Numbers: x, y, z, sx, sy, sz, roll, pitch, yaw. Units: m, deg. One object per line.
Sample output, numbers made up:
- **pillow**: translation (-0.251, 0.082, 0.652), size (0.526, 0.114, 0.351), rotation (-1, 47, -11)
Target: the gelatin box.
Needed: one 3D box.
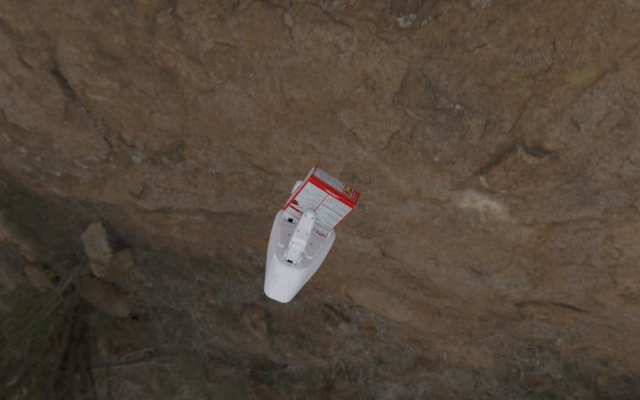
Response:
- **gelatin box**: translation (0.000, 0.002, 0.655), size (0.073, 0.030, 0.089), rotation (32, -43, -9)
